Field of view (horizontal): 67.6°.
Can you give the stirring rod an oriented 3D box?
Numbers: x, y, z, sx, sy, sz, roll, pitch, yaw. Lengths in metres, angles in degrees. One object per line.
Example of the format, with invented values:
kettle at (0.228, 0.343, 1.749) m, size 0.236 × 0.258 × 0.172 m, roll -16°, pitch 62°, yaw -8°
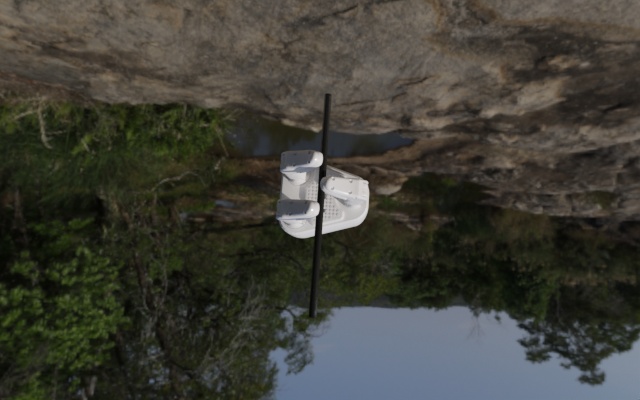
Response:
stirring rod at (0.000, 0.002, 0.510) m, size 0.011 × 0.239 × 0.011 m, roll 4°, pitch -9°, yaw 1°
